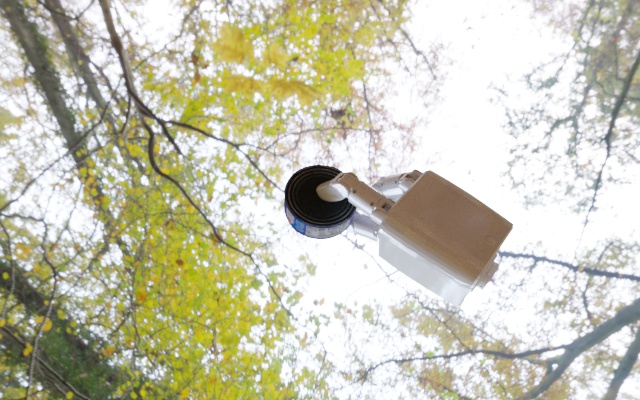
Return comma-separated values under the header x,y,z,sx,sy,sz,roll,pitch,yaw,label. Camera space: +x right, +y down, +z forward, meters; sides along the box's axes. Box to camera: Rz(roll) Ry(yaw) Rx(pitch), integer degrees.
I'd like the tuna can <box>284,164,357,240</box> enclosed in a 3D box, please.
x,y,z,sx,sy,sz,roll,pitch,yaw,label
0.000,0.002,0.555,0.086,0.086,0.034,0,-34,-6,tuna can
